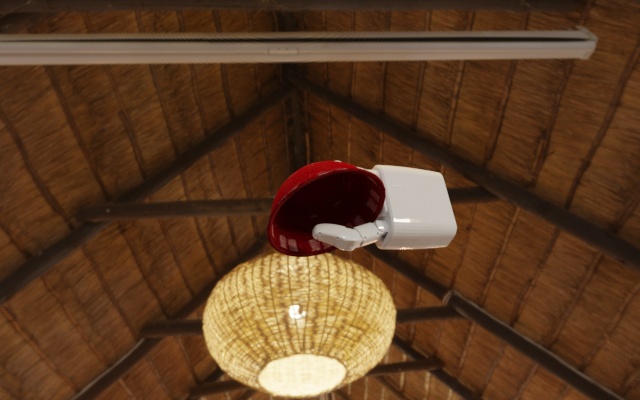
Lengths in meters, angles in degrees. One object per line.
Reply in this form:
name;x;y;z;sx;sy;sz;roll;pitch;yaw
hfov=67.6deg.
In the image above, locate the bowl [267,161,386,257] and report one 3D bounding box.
bowl;-0.001;0.002;0.615;0.162;0.055;0.162;-17;-38;-14
